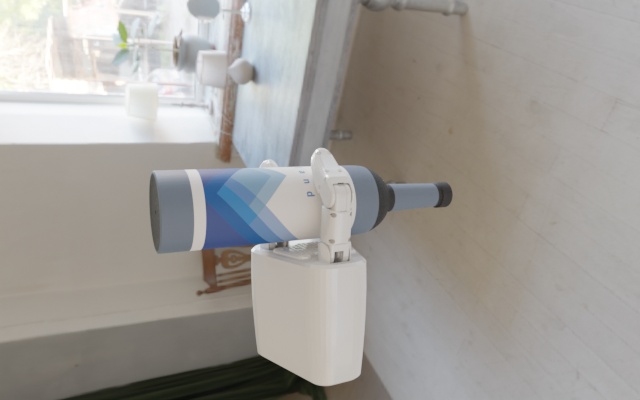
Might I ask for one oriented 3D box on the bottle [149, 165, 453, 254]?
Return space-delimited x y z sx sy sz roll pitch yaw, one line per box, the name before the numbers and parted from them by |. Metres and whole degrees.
bottle | 0.000 0.001 0.444 0.296 0.069 0.069 -3 1 -26
